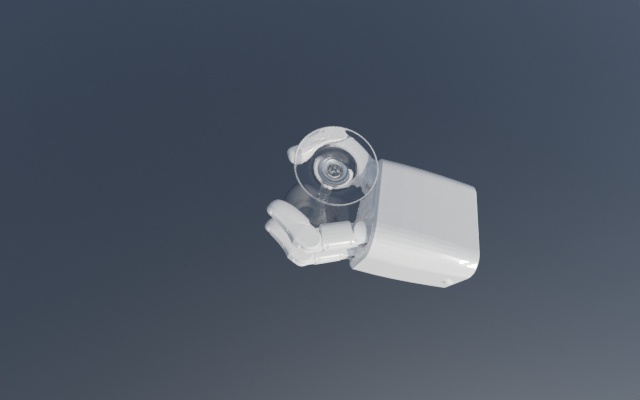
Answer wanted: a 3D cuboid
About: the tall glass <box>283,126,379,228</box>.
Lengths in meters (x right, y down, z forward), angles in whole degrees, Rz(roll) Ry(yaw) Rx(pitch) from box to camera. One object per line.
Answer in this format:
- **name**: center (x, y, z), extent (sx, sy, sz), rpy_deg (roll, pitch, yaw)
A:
- **tall glass**: center (0.000, 0.001, 0.502), extent (0.079, 0.079, 0.201), rpy_deg (0, -19, -9)
